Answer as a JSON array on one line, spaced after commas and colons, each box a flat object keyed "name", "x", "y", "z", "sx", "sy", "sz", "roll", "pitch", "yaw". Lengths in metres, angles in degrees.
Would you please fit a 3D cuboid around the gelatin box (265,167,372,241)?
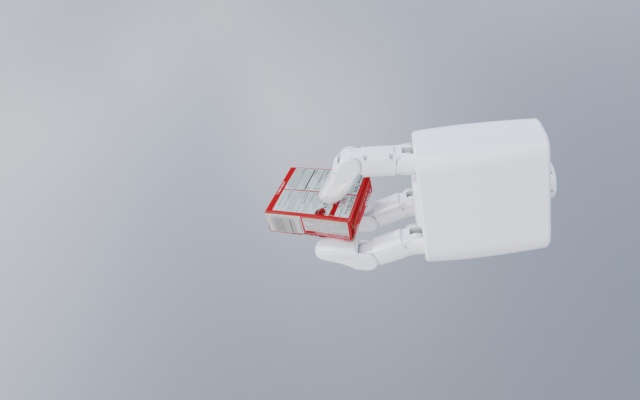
[{"name": "gelatin box", "x": 0.000, "y": 0.001, "z": 0.474, "sx": 0.089, "sy": 0.030, "sz": 0.073, "roll": 5, "pitch": 43, "yaw": 19}]
